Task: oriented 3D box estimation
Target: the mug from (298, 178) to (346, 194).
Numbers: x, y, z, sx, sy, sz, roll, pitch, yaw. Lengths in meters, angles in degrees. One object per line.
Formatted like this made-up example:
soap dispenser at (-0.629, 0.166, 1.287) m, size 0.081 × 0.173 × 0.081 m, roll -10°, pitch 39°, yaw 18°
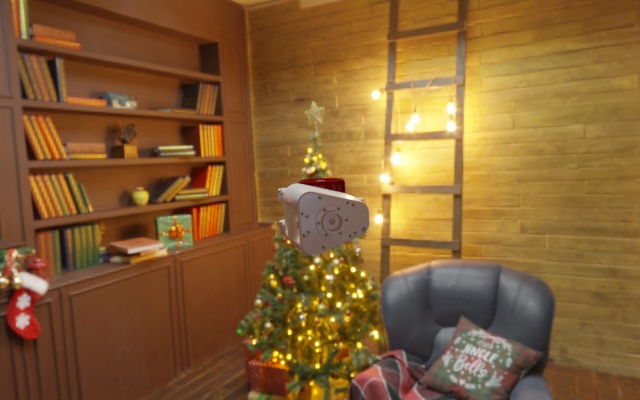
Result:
mug at (0.000, 0.002, 0.841) m, size 0.093 × 0.081 × 0.117 m, roll -4°, pitch 7°, yaw -15°
